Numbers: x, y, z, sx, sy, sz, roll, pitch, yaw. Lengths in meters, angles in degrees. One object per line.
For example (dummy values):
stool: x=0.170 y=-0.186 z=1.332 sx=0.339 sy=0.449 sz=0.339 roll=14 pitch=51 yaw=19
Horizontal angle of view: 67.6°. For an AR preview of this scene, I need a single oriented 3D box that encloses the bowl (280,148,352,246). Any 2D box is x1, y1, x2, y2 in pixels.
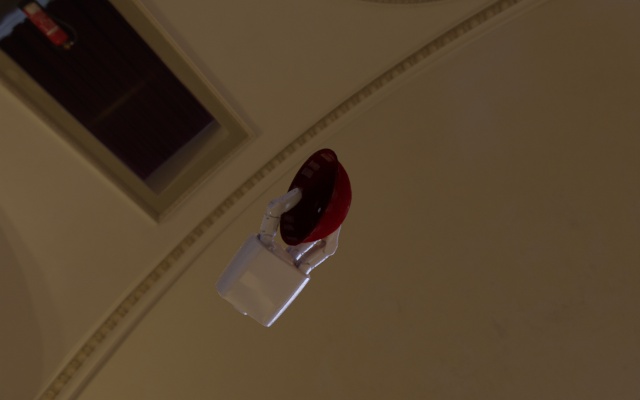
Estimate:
bowl: x=0.001 y=0.002 z=0.745 sx=0.055 sy=0.162 sz=0.162 roll=23 pitch=-11 yaw=-26
